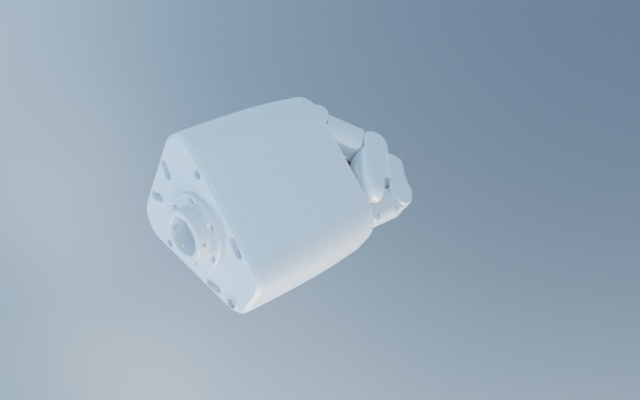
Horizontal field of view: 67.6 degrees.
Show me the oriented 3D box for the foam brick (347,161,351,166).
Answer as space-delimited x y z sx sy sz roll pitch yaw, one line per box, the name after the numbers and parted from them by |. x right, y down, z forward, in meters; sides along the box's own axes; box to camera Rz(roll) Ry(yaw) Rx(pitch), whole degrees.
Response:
0.000 0.002 0.410 0.051 0.053 0.078 -26 -20 -43 | foam brick
